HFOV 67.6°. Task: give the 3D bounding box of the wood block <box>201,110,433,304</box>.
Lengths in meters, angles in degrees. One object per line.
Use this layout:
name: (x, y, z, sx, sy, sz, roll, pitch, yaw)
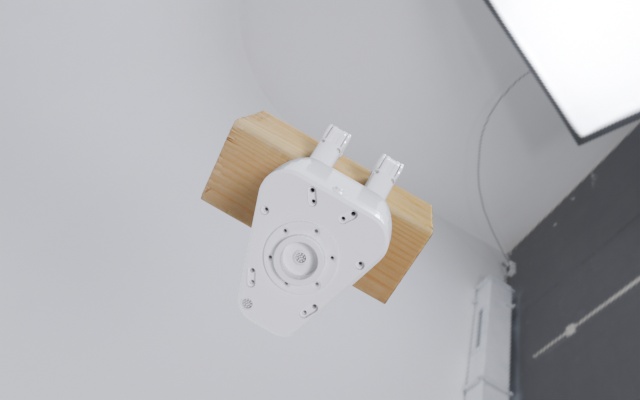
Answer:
wood block: (0.000, 0.002, 0.484, 0.206, 0.091, 0.090, 30, 20, 2)
